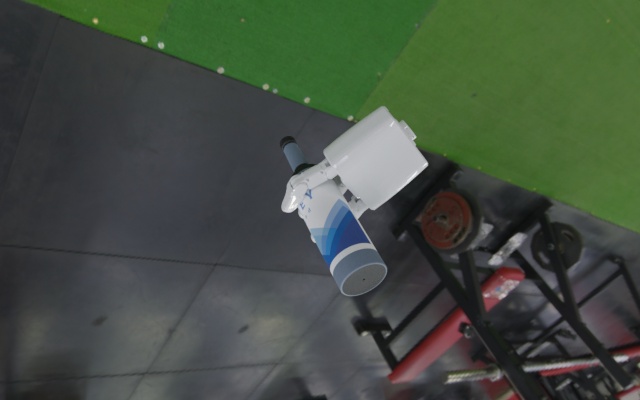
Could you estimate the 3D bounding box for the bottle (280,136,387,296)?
[{"bbox_3d":[0.000,0.003,0.701,0.069,0.069,0.295,0,42,-31],"label":"bottle"}]
